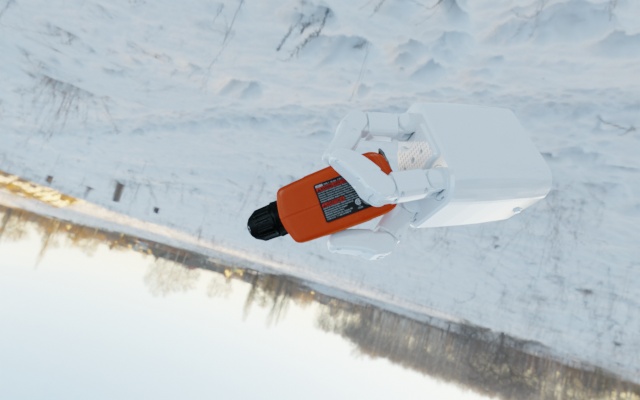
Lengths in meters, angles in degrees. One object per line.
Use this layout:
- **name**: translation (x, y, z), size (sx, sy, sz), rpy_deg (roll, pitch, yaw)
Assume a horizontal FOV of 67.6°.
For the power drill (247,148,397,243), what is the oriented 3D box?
- **power drill**: translation (0.000, 0.002, 0.498), size (0.184, 0.057, 0.187), rpy_deg (-23, 2, 0)
